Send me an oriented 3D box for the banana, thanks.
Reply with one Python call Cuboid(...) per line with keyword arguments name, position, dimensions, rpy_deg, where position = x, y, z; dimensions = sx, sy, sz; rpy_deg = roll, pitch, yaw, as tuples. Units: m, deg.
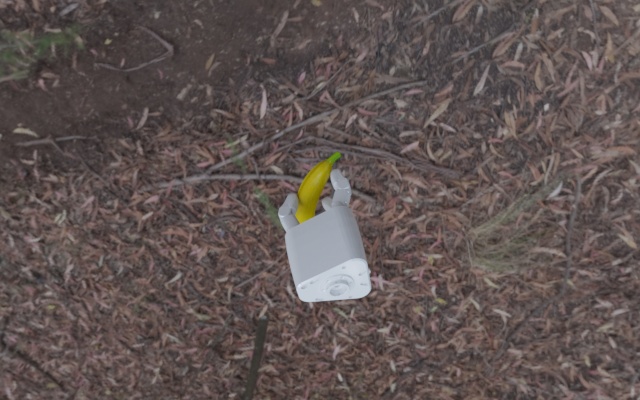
Cuboid(name="banana", position=(-0.014, 0.004, 0.834), dimensions=(0.069, 0.198, 0.037), rpy_deg=(-13, 51, -33))
